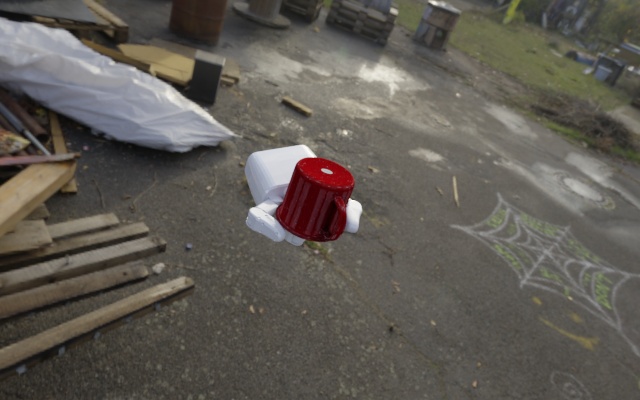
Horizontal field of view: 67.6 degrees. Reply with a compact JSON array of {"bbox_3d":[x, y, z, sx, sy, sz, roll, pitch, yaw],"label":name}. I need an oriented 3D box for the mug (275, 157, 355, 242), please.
[{"bbox_3d":[0.001,0.003,0.624,0.093,0.081,0.117,2,34,-30],"label":"mug"}]
